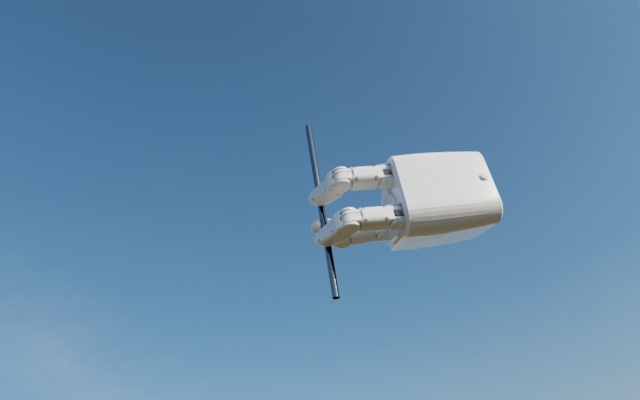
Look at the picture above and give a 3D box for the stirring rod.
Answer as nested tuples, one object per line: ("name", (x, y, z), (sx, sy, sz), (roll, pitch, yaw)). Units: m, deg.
("stirring rod", (0.000, 0.002, 0.558), (0.011, 0.239, 0.011), (-6, -34, -4))
